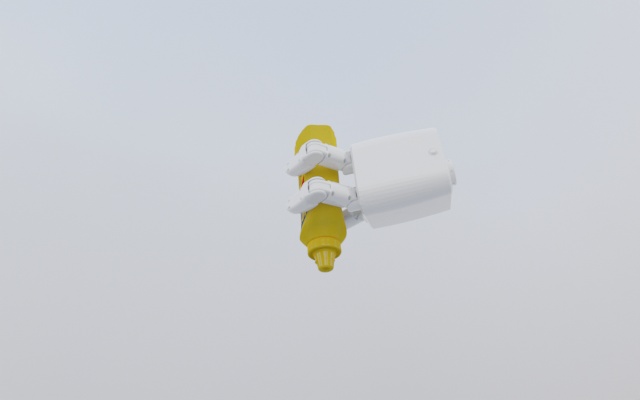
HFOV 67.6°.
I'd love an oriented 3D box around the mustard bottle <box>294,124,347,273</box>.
[{"bbox_3d":[0.000,0.002,0.609,0.058,0.191,0.096,1,-35,-10],"label":"mustard bottle"}]
